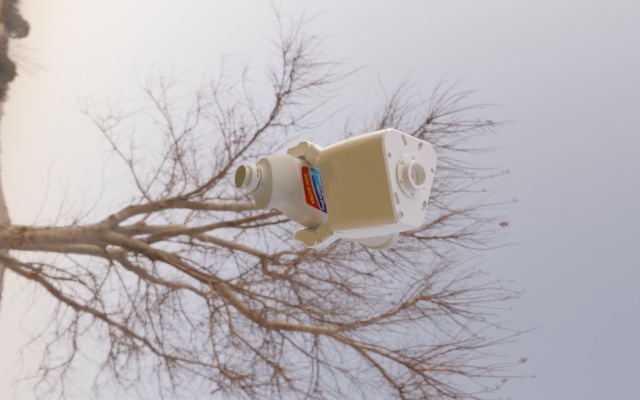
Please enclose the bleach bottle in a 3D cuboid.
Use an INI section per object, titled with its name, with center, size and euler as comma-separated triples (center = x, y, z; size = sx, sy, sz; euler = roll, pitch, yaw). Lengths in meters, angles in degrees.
[bleach bottle]
center = 0.000, 0.002, 0.648
size = 0.251, 0.102, 0.068
euler = 13, -16, -37
